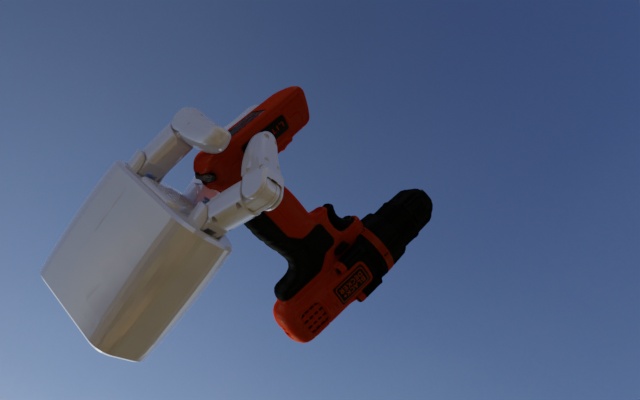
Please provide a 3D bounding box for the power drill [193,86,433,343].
[{"bbox_3d":[0.000,0.001,0.408,0.184,0.188,0.057,-42,21,-19],"label":"power drill"}]
